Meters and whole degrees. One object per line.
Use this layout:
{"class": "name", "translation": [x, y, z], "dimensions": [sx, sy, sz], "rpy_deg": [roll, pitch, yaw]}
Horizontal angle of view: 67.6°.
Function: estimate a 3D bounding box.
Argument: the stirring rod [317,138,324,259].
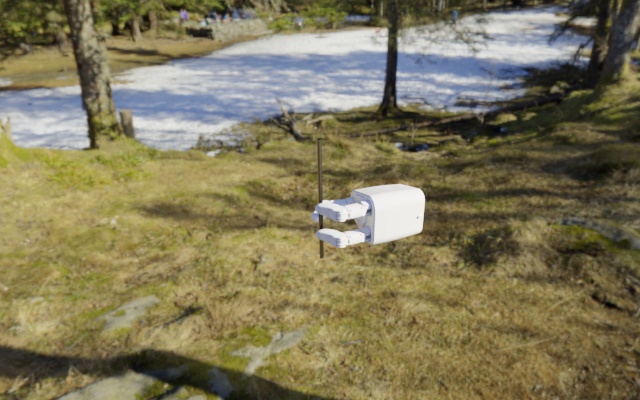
{"class": "stirring rod", "translation": [0.000, 0.003, 0.862], "dimensions": [0.011, 0.240, 0.011], "rpy_deg": [-1, 28, 1]}
